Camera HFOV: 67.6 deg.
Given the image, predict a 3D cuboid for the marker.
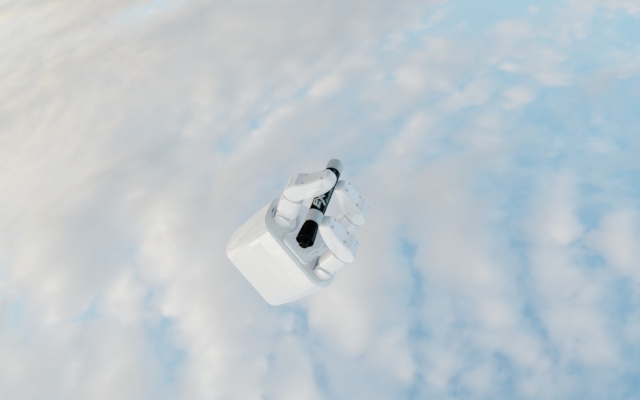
[{"bbox_3d":[0.000,0.002,0.501,0.020,0.121,0.020,12,-42,11],"label":"marker"}]
